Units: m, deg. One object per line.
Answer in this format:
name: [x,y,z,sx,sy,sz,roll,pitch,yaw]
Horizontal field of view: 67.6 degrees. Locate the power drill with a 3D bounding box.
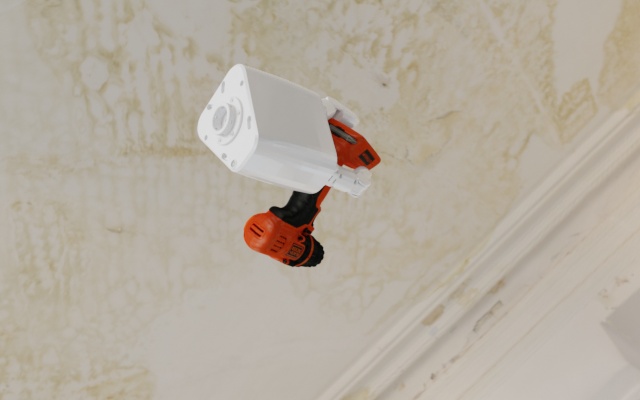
power drill: [0.000,0.002,0.613,0.057,0.187,0.184,33,-1,24]
